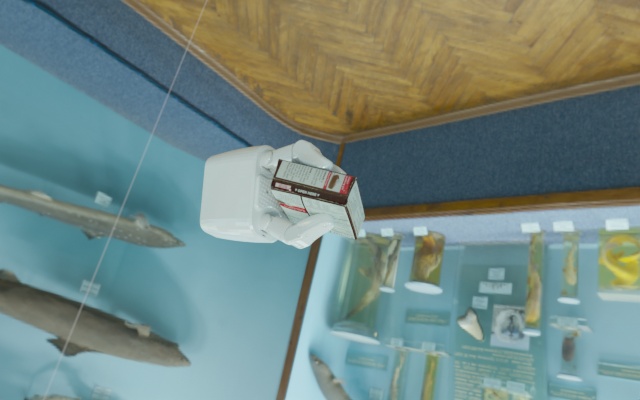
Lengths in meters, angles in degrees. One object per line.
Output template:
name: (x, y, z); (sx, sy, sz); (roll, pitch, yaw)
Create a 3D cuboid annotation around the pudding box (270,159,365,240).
pudding box: (0.000, 0.002, 0.544); (0.090, 0.039, 0.113); (13, -18, 15)
